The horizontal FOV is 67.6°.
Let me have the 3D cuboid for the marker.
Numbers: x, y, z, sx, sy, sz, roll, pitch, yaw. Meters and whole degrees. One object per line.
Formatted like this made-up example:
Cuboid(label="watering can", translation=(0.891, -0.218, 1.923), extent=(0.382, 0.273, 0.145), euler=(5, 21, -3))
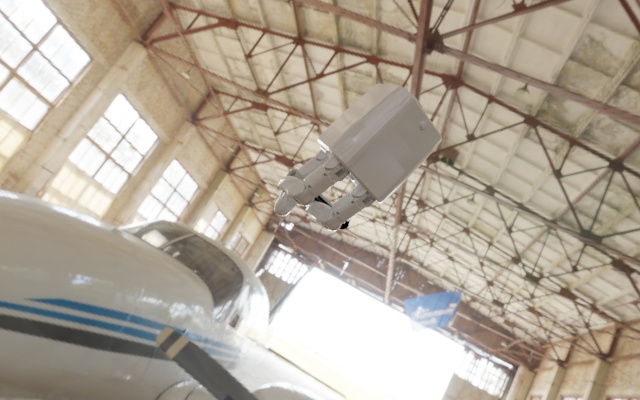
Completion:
Cuboid(label="marker", translation=(0.000, 0.002, 0.618), extent=(0.020, 0.020, 0.121), euler=(0, -33, 45))
